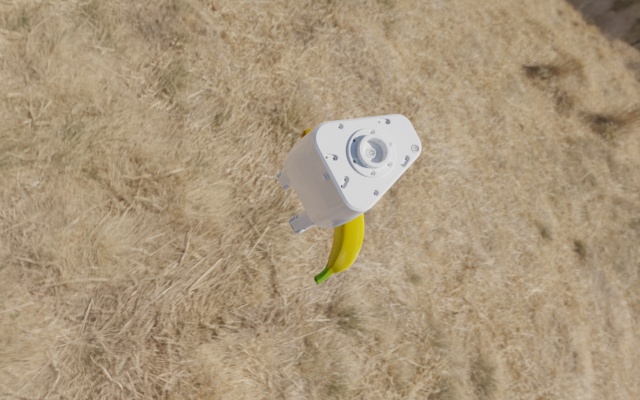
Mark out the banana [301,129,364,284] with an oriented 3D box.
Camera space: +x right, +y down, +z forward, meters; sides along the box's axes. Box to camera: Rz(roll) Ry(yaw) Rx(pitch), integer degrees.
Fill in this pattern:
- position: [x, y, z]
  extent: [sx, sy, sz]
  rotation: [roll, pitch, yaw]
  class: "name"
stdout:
- position: [0.019, 0.004, 0.603]
  extent: [0.069, 0.198, 0.037]
  rotation: [-5, -4, -10]
  class: "banana"
